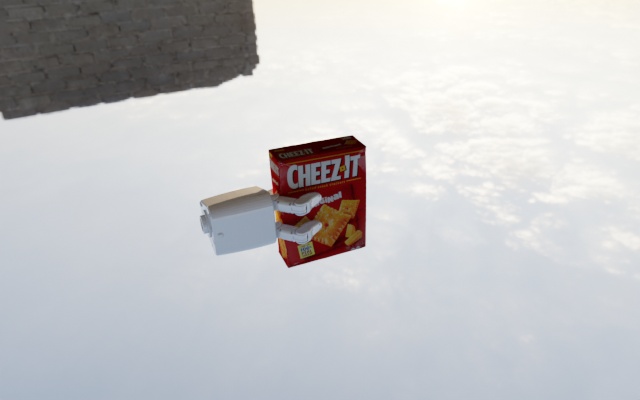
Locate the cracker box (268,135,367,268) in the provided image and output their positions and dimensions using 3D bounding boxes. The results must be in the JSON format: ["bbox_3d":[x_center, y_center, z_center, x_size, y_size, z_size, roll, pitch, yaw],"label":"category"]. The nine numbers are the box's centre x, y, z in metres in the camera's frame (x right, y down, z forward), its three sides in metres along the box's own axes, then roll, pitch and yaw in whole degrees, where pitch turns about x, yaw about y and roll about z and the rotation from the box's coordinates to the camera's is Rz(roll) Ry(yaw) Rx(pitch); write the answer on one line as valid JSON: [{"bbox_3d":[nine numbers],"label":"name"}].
[{"bbox_3d":[0.000,0.003,0.871,0.164,0.214,0.072,-12,29,-18],"label":"cracker box"}]
